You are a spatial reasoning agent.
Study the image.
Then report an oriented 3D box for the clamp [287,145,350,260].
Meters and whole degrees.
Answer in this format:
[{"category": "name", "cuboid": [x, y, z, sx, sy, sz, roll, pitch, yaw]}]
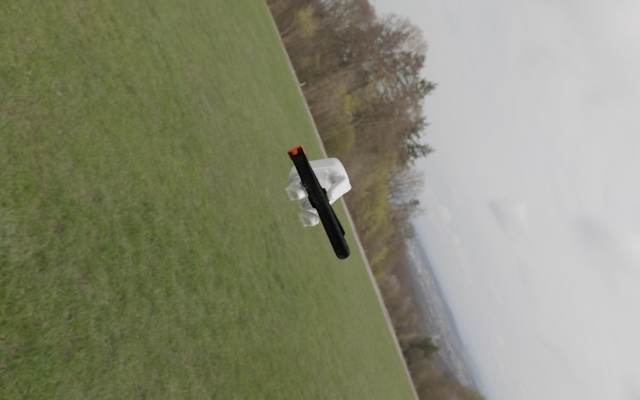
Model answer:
[{"category": "clamp", "cuboid": [0.001, 0.002, 0.853, 0.036, 0.210, 0.164, -26, 15, 2]}]
